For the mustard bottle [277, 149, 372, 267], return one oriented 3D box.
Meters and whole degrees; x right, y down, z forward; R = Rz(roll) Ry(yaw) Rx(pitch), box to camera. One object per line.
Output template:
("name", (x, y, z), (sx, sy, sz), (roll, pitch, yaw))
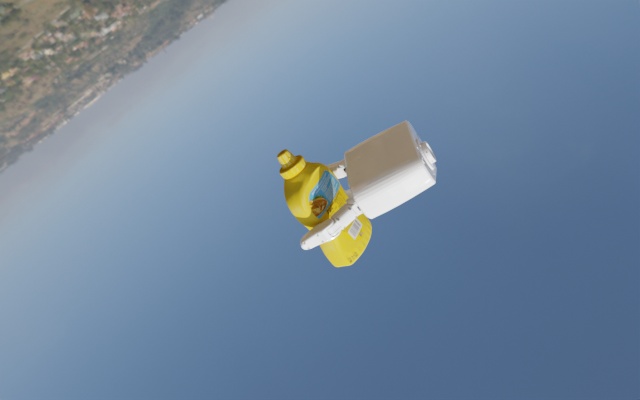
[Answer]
("mustard bottle", (0.000, 0.003, 0.708), (0.058, 0.192, 0.096), (-14, 33, 43))
